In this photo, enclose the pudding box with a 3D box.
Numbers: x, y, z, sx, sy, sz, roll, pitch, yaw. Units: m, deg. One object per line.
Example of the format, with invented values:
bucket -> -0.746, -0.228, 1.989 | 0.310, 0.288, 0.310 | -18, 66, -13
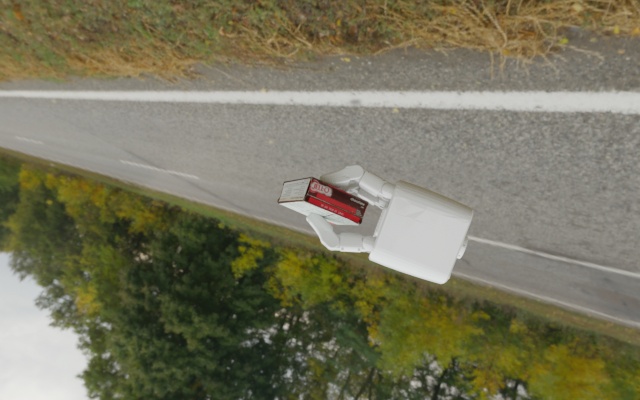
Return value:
pudding box -> 0.000, 0.002, 0.664 | 0.090, 0.039, 0.113 | 24, -13, -21
